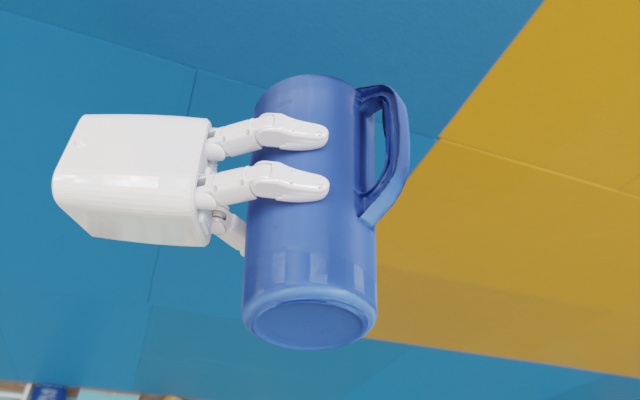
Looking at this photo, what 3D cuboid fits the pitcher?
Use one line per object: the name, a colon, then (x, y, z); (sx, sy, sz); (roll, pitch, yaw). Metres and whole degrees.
pitcher: (0.000, 0.001, 0.442); (0.145, 0.242, 0.149); (5, -40, -6)
